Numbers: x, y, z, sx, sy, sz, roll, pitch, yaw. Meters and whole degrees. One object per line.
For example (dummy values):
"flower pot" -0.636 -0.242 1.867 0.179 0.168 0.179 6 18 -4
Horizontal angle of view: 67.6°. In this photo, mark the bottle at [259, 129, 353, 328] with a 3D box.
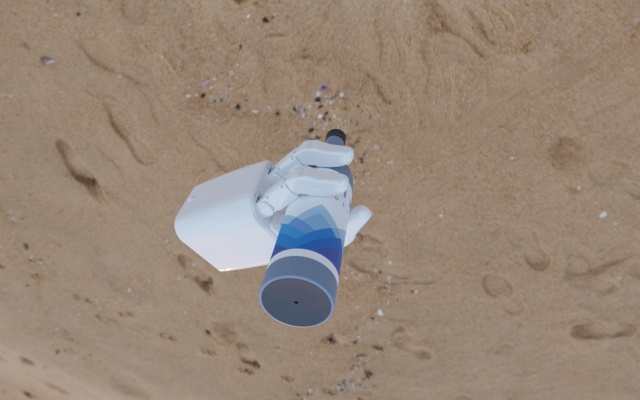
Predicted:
"bottle" 0.000 0.002 0.529 0.069 0.069 0.295 0 36 10
